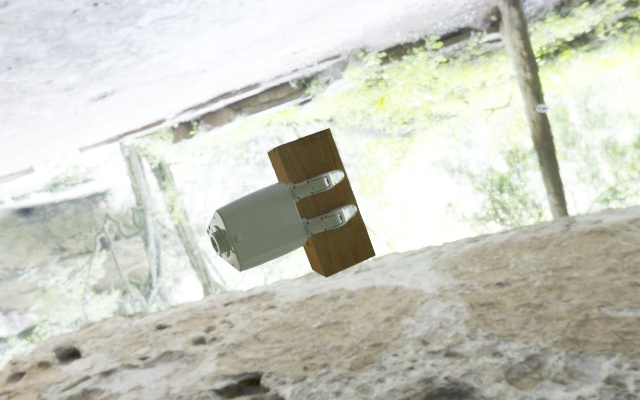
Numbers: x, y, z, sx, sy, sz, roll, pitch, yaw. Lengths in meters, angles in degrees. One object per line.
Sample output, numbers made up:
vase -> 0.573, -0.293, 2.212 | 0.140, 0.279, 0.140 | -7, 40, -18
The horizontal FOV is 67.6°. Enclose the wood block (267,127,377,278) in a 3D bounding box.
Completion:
wood block -> 0.000, 0.003, 0.745 | 0.090, 0.206, 0.091 | -22, 6, -15
